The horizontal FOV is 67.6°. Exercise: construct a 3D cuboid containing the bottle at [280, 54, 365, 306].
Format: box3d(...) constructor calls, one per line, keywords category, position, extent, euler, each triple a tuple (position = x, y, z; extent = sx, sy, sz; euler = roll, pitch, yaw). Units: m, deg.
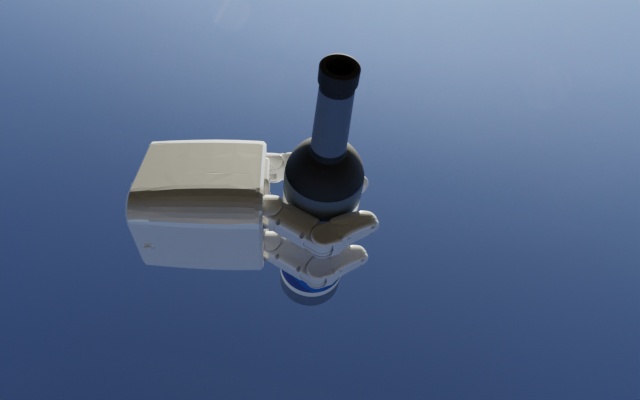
box3d(category="bottle", position=(0.000, 0.002, 0.423), extent=(0.069, 0.069, 0.296), euler=(0, -36, -6))
